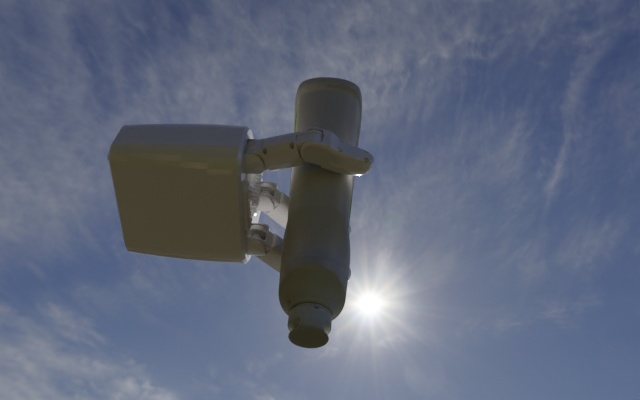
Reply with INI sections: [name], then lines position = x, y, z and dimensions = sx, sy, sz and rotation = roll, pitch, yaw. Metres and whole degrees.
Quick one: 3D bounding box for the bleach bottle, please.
[bleach bottle]
position = 0.000, 0.001, 0.410
dimensions = 0.068, 0.103, 0.250
rotation = 3, 44, 2
